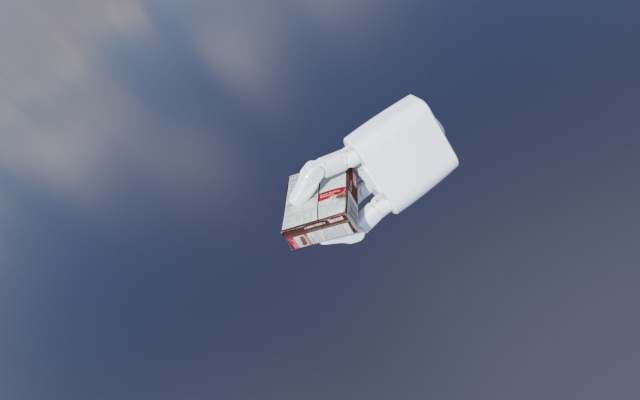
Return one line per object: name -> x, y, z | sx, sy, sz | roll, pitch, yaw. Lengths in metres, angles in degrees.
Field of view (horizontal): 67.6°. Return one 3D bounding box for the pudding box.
pudding box -> 0.000, 0.002, 0.611 | 0.090, 0.039, 0.113 | -17, 37, 18
